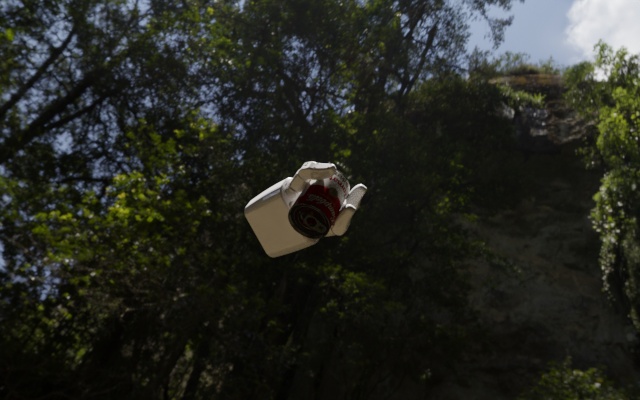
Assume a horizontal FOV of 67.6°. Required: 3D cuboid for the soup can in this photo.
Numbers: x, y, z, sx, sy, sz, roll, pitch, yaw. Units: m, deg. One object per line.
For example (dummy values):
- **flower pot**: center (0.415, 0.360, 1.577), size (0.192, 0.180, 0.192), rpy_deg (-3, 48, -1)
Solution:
- **soup can**: center (0.000, 0.002, 0.752), size (0.068, 0.068, 0.102), rpy_deg (0, 37, 27)
